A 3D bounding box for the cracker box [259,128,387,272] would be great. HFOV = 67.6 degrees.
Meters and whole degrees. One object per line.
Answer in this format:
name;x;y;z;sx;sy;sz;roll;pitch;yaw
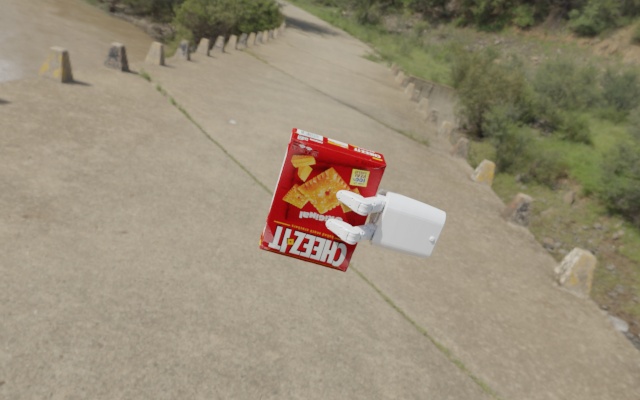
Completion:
cracker box;0.000;0.002;0.825;0.164;0.214;0.072;16;21;-6
